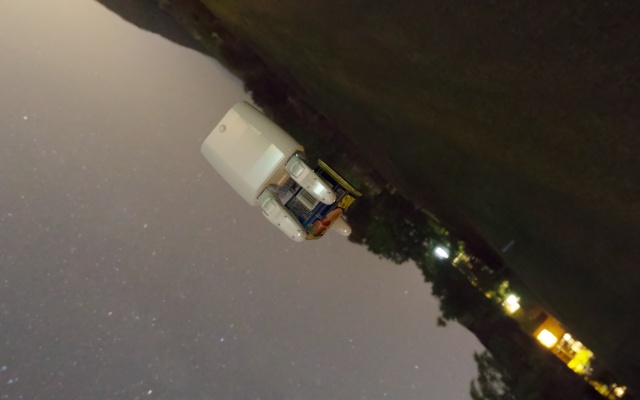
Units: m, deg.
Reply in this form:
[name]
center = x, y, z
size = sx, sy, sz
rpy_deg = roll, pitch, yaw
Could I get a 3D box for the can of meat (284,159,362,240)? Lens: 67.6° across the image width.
[can of meat]
center = 0.000, 0.002, 0.603
size = 0.057, 0.084, 0.102
rpy_deg = 42, 5, 12
